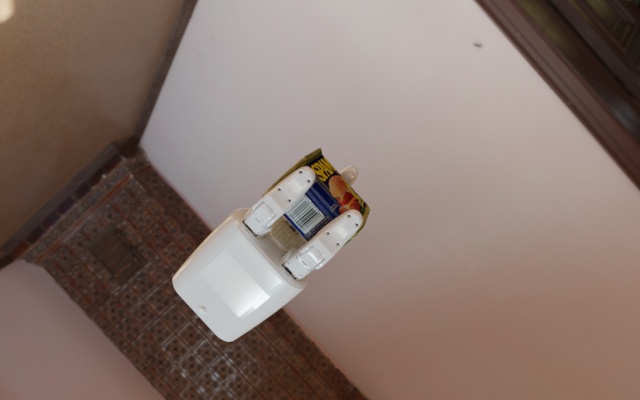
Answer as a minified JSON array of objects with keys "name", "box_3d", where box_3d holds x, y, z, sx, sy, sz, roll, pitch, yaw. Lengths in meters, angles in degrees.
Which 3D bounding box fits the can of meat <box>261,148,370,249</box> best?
[{"name":"can of meat","box_3d":[0.000,0.002,0.468,0.057,0.084,0.102,-42,2,17]}]
